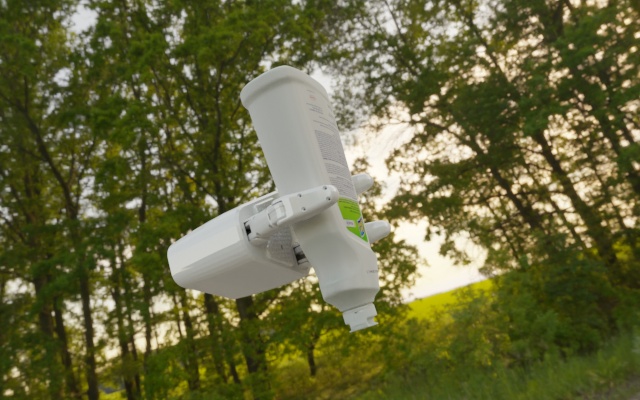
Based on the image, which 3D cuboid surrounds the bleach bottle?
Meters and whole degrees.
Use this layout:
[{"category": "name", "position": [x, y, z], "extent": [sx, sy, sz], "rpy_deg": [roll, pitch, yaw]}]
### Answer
[{"category": "bleach bottle", "position": [0.000, 0.001, 0.465], "extent": [0.068, 0.250, 0.102], "rpy_deg": [-24, -16, 26]}]
